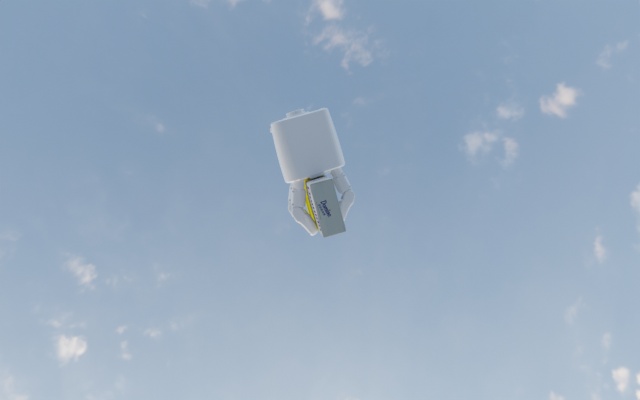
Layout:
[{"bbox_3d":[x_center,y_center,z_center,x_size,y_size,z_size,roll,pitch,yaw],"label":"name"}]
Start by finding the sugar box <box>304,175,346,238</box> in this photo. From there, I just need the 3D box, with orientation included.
[{"bbox_3d":[0.000,0.003,0.852,0.048,0.093,0.176,-15,8,-3],"label":"sugar box"}]
